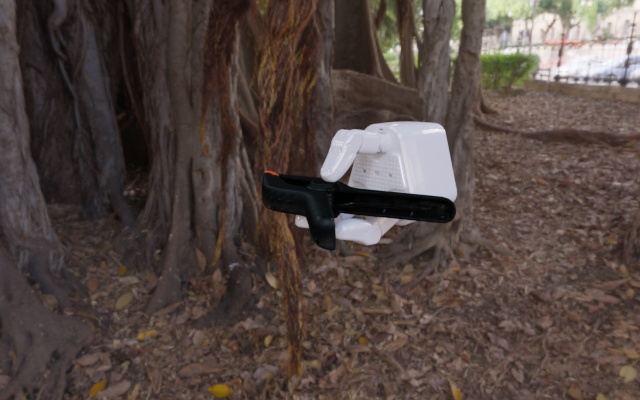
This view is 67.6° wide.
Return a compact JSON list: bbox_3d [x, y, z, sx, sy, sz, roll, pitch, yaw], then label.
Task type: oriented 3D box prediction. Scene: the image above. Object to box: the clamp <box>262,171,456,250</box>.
[{"bbox_3d":[0.000,0.001,0.465,0.210,0.036,0.164,14,17,41],"label":"clamp"}]
